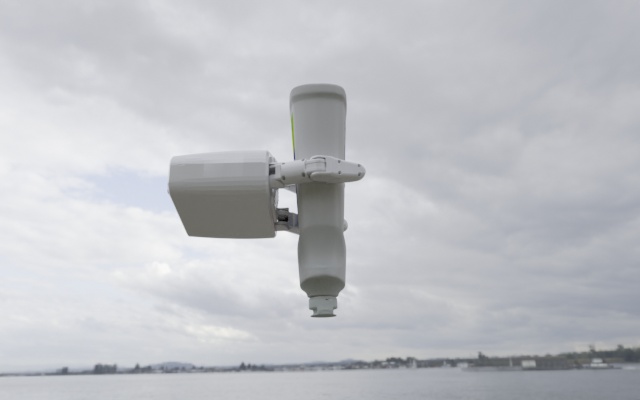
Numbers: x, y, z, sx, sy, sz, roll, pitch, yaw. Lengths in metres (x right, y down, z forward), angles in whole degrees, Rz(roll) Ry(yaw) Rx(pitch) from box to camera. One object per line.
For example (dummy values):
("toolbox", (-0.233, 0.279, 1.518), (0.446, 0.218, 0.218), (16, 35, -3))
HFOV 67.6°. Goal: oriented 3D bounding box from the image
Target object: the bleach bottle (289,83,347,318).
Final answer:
("bleach bottle", (0.000, 0.002, 0.539), (0.068, 0.250, 0.103), (-2, -20, 0))
